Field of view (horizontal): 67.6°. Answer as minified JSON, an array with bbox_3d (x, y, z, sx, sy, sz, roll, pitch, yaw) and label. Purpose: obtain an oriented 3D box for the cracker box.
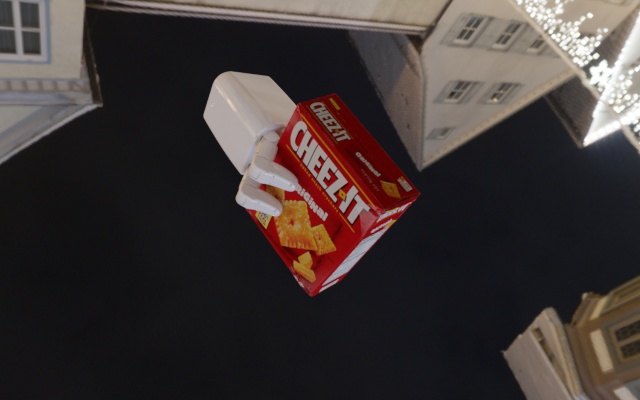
[{"bbox_3d":[0.000,0.002,0.607,0.072,0.164,0.214,-24,-21,-39],"label":"cracker box"}]
